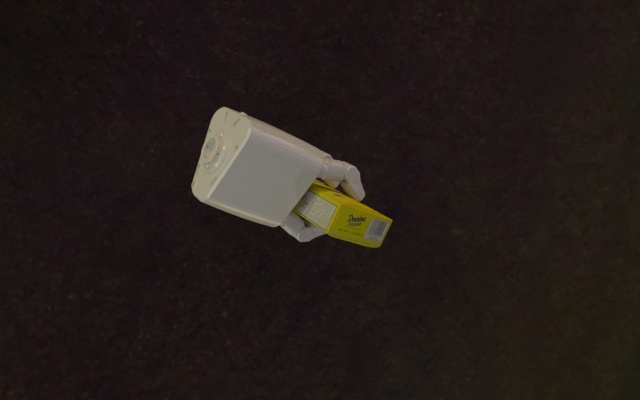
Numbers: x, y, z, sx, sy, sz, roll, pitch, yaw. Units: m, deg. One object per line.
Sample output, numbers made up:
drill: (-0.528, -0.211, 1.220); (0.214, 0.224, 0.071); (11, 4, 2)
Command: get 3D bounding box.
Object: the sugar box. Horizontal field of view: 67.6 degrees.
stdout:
sugar box: (0.000, 0.002, 0.624); (0.093, 0.048, 0.176); (18, 10, -41)
